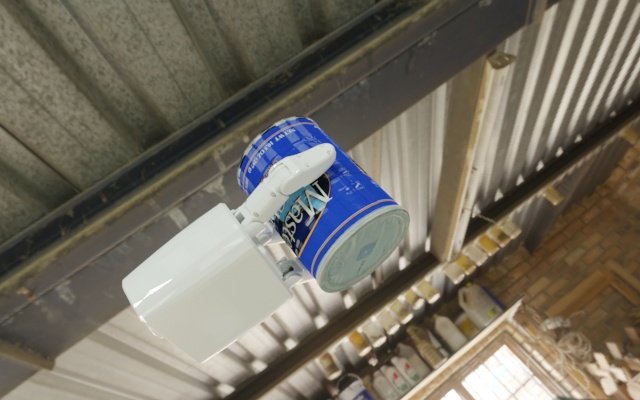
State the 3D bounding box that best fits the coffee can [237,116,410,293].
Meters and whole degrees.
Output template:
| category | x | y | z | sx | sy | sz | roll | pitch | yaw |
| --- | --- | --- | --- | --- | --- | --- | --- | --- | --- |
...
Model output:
| category | x | y | z | sx | sy | sz | roll | pitch | yaw |
| --- | --- | --- | --- | --- | --- | --- | --- | --- | --- |
| coffee can | 0.000 | 0.001 | 0.455 | 0.103 | 0.103 | 0.140 | 0 | 40 | -51 |
